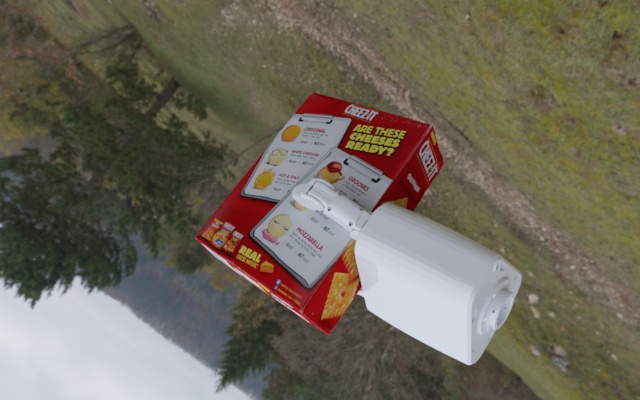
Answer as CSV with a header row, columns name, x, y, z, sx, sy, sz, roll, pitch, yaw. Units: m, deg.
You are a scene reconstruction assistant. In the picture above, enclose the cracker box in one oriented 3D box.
name,x,y,z,sx,sy,sz,roll,pitch,yaw
cracker box,0.000,0.002,0.495,0.164,0.213,0.072,25,-19,37
